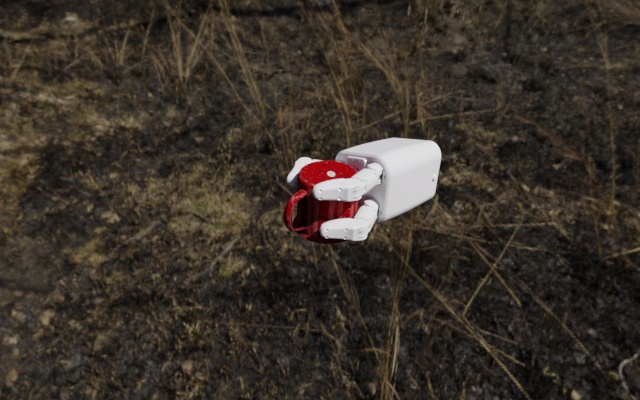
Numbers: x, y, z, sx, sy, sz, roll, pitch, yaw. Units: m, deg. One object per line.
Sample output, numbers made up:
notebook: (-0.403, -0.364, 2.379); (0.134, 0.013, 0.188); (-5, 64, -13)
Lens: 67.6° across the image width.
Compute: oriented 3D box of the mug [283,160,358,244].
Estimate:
mug: (-0.001, 0.002, 0.631); (0.117, 0.081, 0.093); (-20, 37, -32)
